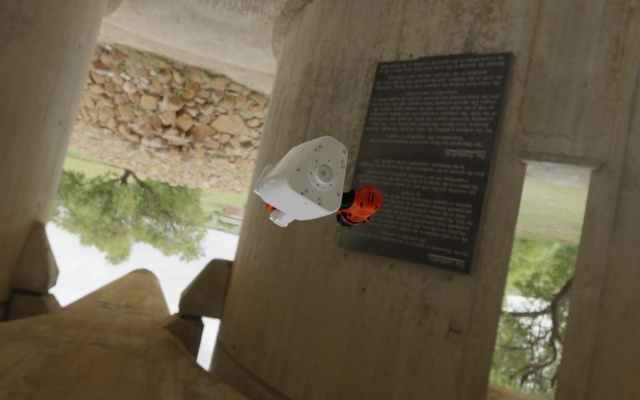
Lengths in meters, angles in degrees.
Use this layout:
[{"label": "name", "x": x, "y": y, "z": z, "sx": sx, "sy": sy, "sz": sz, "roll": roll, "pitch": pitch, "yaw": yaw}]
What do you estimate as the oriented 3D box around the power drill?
[{"label": "power drill", "x": 0.000, "y": 0.003, "z": 0.860, "sx": 0.187, "sy": 0.057, "sz": 0.184, "roll": 9, "pitch": -17, "yaw": -10}]
